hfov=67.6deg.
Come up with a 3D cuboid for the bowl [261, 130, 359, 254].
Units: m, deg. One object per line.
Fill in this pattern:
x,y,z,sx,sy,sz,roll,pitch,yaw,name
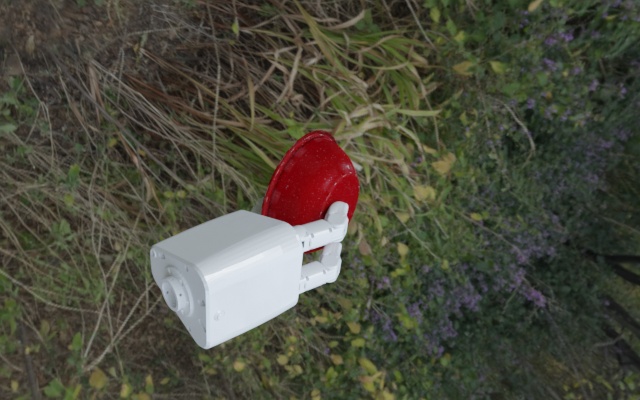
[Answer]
0.001,0.001,0.567,0.055,0.162,0.162,23,10,26,bowl
